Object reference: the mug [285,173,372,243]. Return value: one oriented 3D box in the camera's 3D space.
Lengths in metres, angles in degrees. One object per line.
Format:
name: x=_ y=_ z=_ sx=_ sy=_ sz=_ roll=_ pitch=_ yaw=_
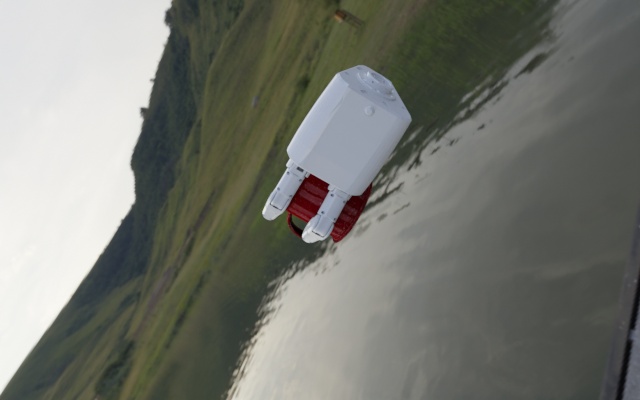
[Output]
mug: x=-0.001 y=0.003 z=0.604 sx=0.081 sy=0.117 sz=0.093 roll=29 pitch=30 yaw=-10
